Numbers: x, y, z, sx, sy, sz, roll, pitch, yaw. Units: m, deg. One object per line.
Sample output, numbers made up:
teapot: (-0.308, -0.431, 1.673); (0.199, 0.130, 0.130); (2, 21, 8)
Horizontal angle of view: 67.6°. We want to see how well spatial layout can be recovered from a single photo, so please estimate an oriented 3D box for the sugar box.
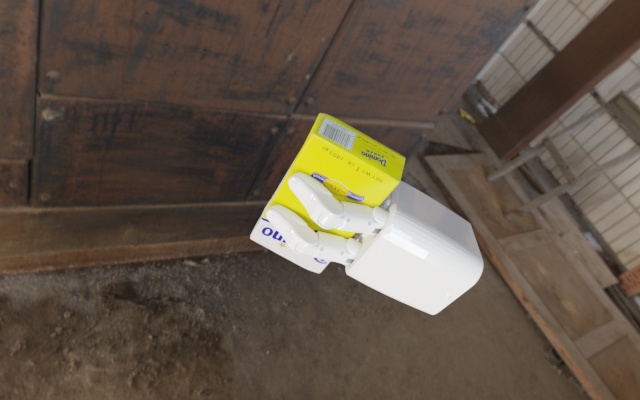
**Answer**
sugar box: (0.000, 0.002, 0.493); (0.093, 0.048, 0.176); (29, -48, -6)
